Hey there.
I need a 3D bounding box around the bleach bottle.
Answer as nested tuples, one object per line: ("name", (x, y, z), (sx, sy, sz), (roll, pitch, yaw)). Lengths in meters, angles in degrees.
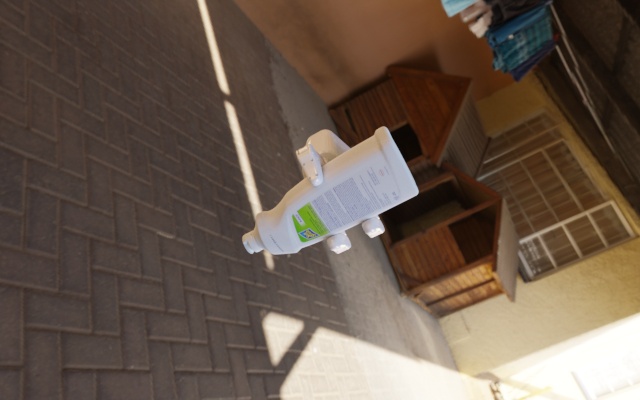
("bleach bottle", (0.000, 0.002, 0.657), (0.251, 0.103, 0.068), (-27, 25, 13))
